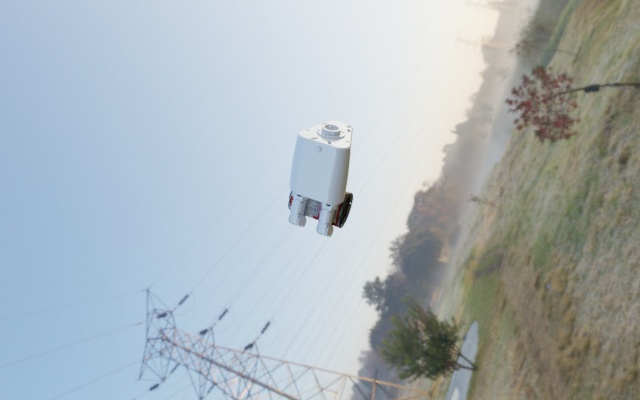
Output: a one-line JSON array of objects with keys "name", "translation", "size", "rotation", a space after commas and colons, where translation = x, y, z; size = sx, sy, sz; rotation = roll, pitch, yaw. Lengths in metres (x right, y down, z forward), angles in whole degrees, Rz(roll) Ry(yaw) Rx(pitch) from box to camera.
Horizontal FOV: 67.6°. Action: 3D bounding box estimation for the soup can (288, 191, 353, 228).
[{"name": "soup can", "translation": [0.000, 0.003, 0.870], "size": [0.102, 0.068, 0.068], "rotation": [19, 5, 15]}]
